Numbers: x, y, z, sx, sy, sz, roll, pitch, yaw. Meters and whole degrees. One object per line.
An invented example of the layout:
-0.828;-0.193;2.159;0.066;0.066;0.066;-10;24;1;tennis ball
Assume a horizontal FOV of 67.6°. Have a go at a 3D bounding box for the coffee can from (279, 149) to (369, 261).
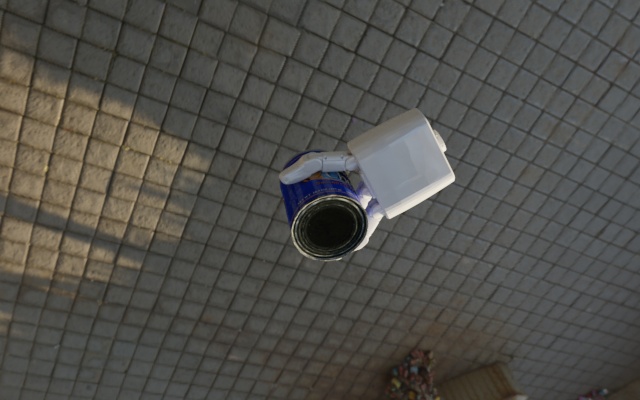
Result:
0.000;0.002;0.671;0.103;0.103;0.140;0;30;-12;coffee can
